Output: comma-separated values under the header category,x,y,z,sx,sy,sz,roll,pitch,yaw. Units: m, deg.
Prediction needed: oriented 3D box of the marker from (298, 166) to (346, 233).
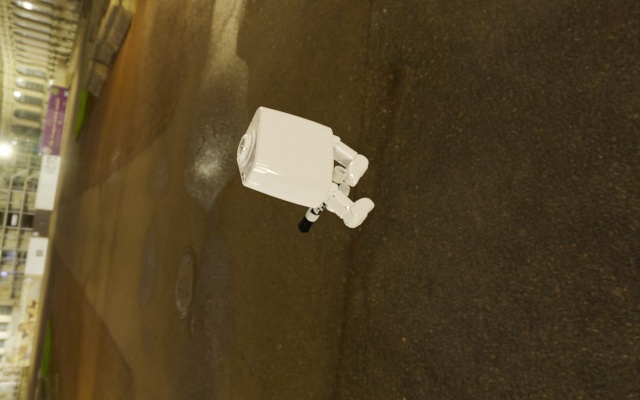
category,x,y,z,sx,sy,sz,roll,pitch,yaw
marker,0.000,0.002,0.666,0.020,0.020,0.121,0,-44,-39
